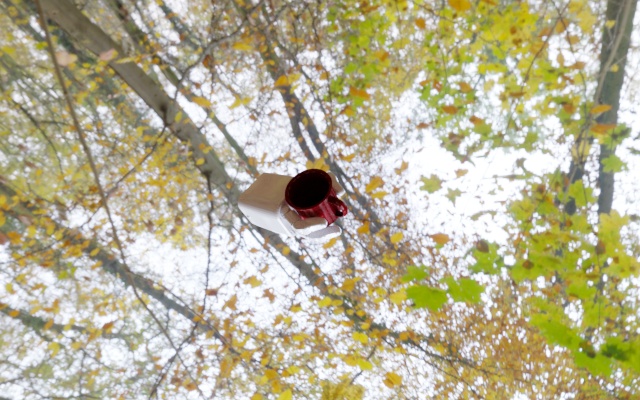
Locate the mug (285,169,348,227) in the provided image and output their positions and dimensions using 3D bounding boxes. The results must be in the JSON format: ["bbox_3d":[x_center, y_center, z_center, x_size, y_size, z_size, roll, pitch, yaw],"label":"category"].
[{"bbox_3d":[0.001,0.003,0.897,0.117,0.093,0.081,14,-27,30],"label":"mug"}]
